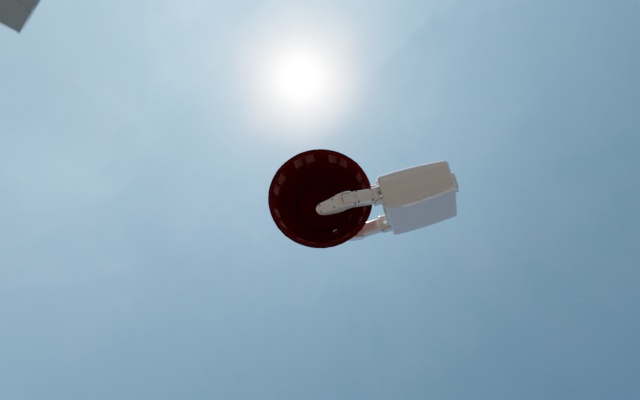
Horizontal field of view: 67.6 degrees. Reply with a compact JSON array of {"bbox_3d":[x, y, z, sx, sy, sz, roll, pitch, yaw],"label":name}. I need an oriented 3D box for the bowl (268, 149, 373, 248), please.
[{"bbox_3d":[-0.001,0.003,0.757,0.162,0.162,0.055,0,-18,1],"label":"bowl"}]
